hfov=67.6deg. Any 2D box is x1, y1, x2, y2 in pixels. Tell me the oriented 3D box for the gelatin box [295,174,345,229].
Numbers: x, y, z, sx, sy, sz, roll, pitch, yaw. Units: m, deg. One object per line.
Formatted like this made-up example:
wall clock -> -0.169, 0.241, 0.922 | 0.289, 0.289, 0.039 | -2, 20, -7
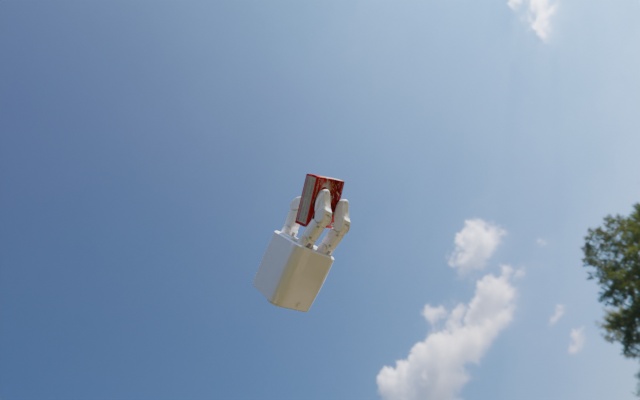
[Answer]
gelatin box -> 0.000, 0.002, 0.826 | 0.030, 0.089, 0.073 | 18, 7, 42
